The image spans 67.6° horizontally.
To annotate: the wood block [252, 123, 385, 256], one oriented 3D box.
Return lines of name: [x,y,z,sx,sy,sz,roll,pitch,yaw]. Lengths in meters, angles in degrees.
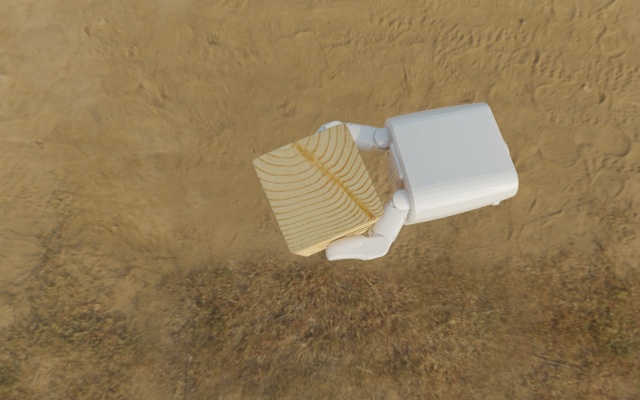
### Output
wood block: [0.000,0.001,0.507,0.090,0.091,0.206,-23,-8,-2]
